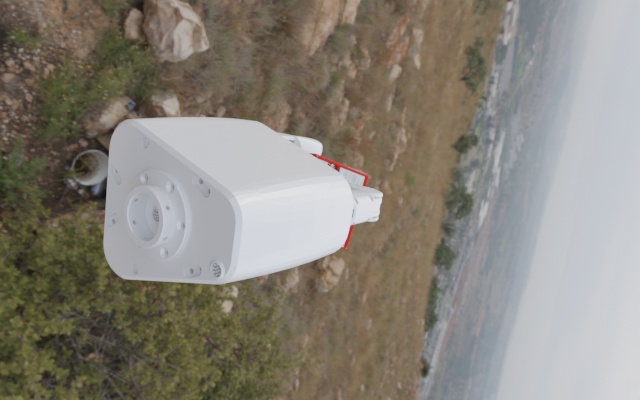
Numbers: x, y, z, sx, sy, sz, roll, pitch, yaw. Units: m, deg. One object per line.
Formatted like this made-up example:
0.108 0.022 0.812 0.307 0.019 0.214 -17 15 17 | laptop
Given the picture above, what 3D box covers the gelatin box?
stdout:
0.001 0.002 0.417 0.030 0.073 0.089 17 1 36 | gelatin box
